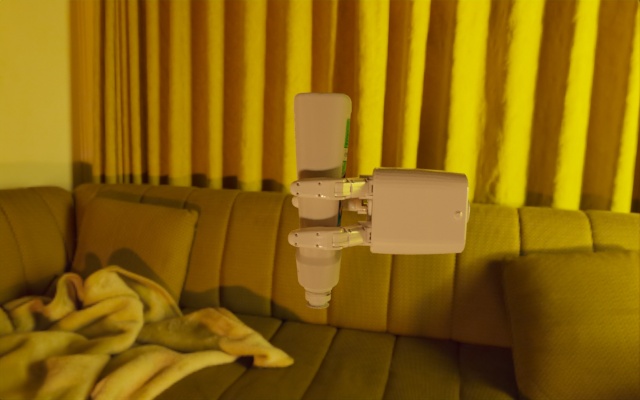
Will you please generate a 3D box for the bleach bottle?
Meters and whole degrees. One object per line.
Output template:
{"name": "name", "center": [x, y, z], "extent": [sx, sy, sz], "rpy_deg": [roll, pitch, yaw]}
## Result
{"name": "bleach bottle", "center": [0.000, 0.002, 0.576], "extent": [0.068, 0.251, 0.102], "rpy_deg": [2, 7, 4]}
